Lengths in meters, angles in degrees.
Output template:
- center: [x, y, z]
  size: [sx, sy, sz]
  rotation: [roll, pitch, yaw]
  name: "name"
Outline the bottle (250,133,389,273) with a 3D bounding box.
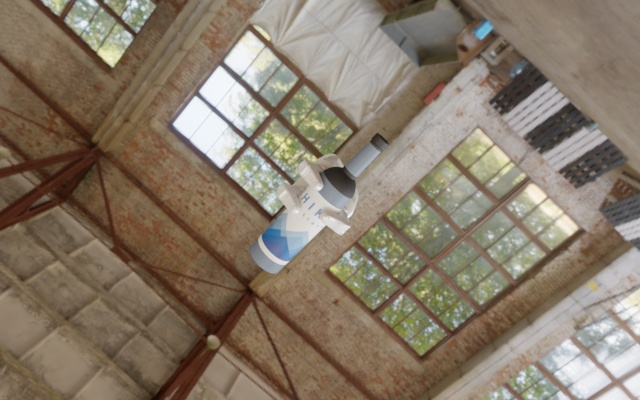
- center: [0.000, 0.003, 0.794]
  size: [0.296, 0.069, 0.069]
  rotation: [-45, -17, 17]
  name: "bottle"
